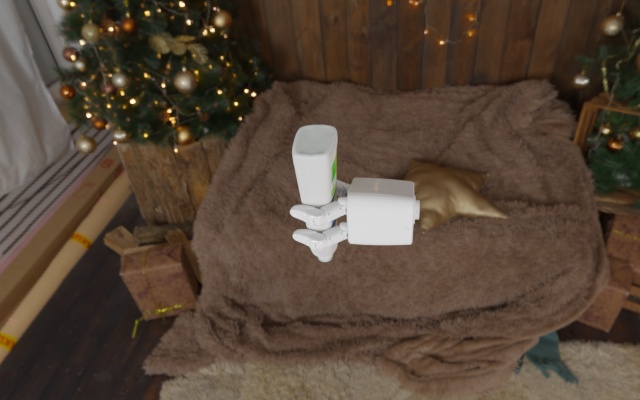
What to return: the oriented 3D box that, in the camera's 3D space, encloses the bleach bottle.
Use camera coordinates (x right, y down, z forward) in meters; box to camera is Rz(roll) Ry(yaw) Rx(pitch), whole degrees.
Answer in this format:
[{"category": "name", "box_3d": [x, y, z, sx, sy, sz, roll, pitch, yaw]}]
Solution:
[{"category": "bleach bottle", "box_3d": [0.000, 0.003, 0.823, 0.068, 0.251, 0.102, 1, 40, 9]}]
